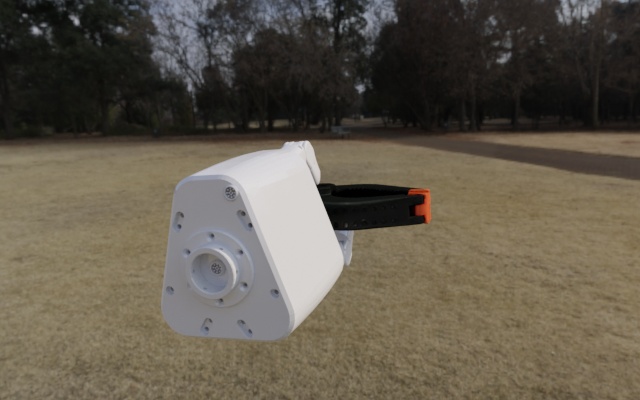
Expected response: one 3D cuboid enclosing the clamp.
[{"bbox_3d":[0.000,0.001,0.460,0.210,0.036,0.164,-1,13,17],"label":"clamp"}]
